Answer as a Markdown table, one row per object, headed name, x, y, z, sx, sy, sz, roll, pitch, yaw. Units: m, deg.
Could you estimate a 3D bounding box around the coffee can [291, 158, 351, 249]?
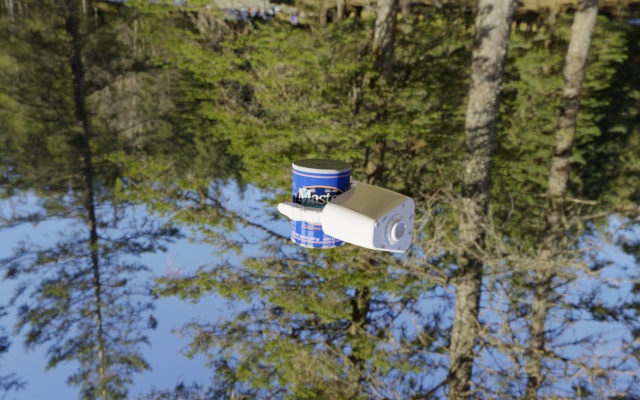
| name | x | y | z | sx | sy | sz | roll | pitch | yaw |
| --- | --- | --- | --- | --- | --- | --- | --- | --- | --- |
| coffee can | 0.000 | 0.003 | 0.853 | 0.103 | 0.140 | 0.102 | 2 | 15 | -1 |
